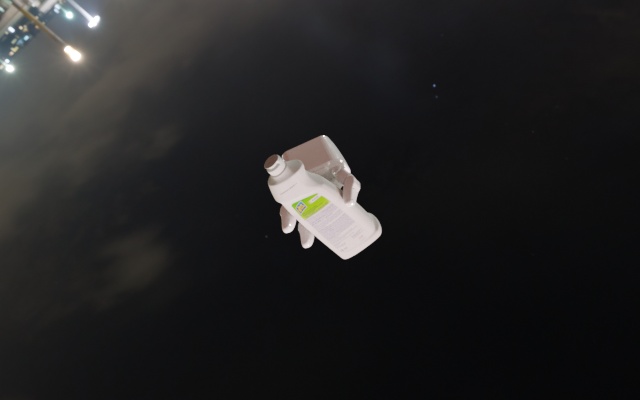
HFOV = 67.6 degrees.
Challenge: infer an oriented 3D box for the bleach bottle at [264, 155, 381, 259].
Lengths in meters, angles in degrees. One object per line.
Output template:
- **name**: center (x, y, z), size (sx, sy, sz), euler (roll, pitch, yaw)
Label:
- **bleach bottle**: center (0.000, 0.003, 0.837), size (0.251, 0.102, 0.068), euler (44, 13, -36)
